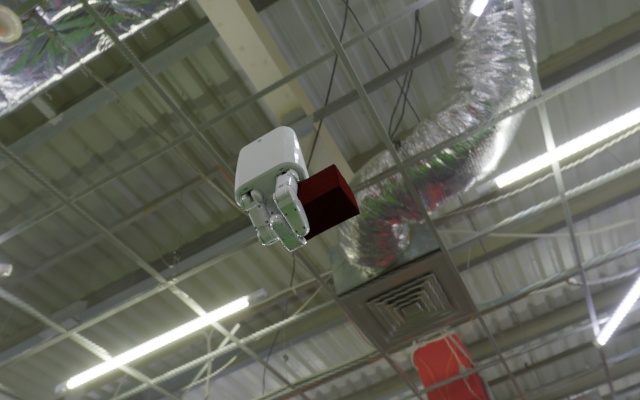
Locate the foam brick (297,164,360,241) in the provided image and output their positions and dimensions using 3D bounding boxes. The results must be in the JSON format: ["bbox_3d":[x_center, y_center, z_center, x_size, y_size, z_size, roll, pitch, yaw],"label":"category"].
[{"bbox_3d":[0.000,0.002,0.593,0.078,0.053,0.051,-27,34,13],"label":"foam brick"}]
